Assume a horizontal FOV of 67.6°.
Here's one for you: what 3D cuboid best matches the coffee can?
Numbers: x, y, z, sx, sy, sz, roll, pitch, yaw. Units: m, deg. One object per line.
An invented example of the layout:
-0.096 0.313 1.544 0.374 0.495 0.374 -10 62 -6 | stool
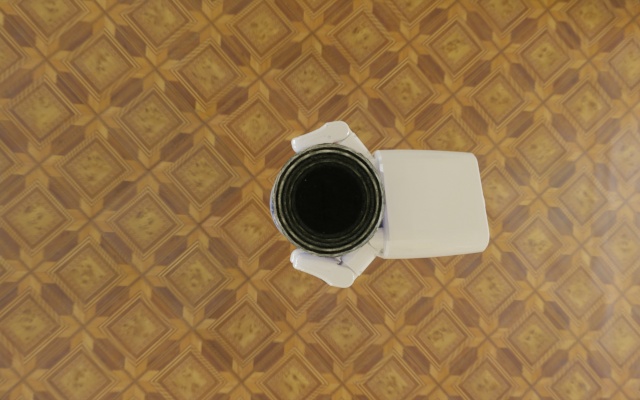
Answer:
0.000 0.002 0.493 0.103 0.103 0.140 0 -1 -7 | coffee can
